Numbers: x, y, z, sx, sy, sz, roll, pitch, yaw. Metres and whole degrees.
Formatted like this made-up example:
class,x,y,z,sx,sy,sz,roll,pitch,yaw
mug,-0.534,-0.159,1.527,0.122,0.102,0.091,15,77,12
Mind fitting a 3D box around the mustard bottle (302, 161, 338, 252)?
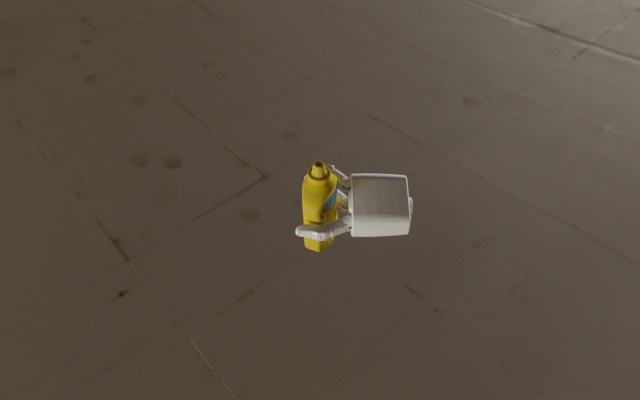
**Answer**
class,x,y,z,sx,sy,sz,roll,pitch,yaw
mustard bottle,0.000,0.003,0.884,0.058,0.096,0.192,18,-39,17
